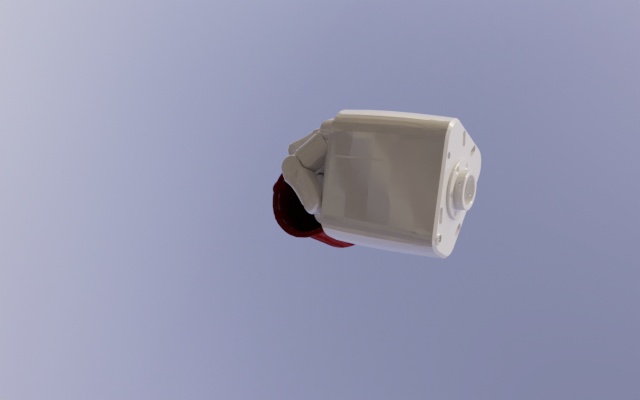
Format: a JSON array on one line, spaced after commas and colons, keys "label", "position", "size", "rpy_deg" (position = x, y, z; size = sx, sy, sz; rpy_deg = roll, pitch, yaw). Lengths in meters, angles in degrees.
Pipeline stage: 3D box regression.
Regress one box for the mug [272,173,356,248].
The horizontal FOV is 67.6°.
[{"label": "mug", "position": [-0.001, 0.002, 0.520], "size": [0.117, 0.093, 0.081], "rpy_deg": [12, -10, 36]}]
